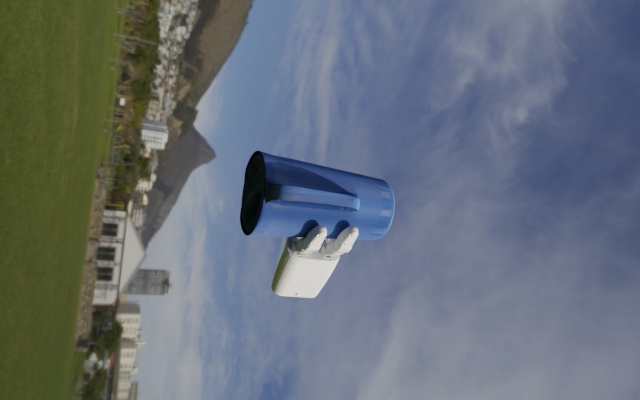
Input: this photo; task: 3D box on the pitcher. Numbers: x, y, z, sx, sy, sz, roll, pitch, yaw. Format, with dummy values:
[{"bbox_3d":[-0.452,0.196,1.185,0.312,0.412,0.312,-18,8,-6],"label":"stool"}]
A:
[{"bbox_3d":[0.000,0.003,0.779,0.243,0.145,0.149,7,40,-23],"label":"pitcher"}]
